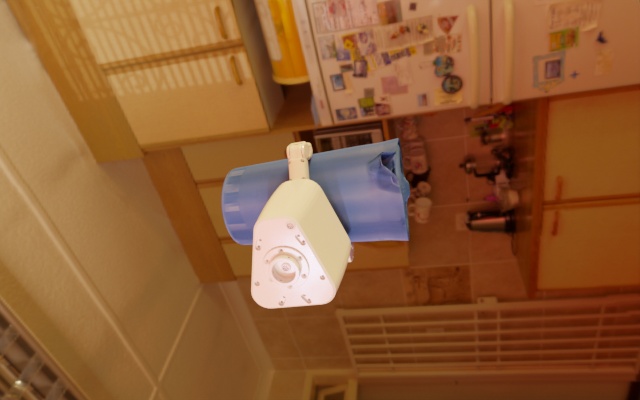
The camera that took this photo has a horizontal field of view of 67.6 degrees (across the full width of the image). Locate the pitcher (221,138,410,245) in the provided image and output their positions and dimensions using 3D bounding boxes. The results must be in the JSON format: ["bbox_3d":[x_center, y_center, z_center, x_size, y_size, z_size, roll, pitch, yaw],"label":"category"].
[{"bbox_3d":[0.000,0.002,0.652,0.243,0.149,0.145,-6,20,13],"label":"pitcher"}]
